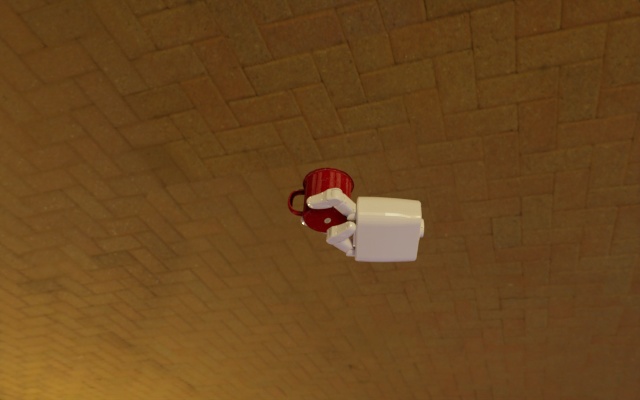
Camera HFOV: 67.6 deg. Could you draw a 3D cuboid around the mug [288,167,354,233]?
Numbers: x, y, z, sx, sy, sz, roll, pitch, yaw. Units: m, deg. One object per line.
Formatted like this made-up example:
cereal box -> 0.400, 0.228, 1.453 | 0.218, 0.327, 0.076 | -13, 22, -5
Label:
mug -> -0.001, 0.003, 0.838 | 0.117, 0.081, 0.093 | 0, -38, 5
